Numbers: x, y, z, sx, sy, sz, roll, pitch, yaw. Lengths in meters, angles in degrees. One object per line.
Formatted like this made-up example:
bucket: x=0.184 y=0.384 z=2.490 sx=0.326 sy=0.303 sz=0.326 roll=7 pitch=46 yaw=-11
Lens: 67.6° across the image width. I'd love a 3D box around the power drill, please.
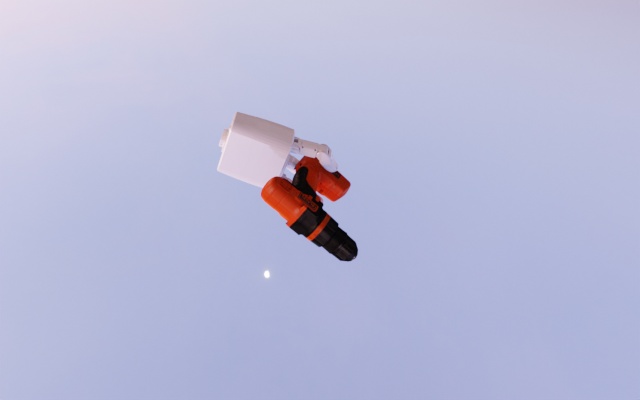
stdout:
power drill: x=0.000 y=0.002 z=0.811 sx=0.057 sy=0.184 sz=0.187 roll=-45 pitch=9 yaw=26
